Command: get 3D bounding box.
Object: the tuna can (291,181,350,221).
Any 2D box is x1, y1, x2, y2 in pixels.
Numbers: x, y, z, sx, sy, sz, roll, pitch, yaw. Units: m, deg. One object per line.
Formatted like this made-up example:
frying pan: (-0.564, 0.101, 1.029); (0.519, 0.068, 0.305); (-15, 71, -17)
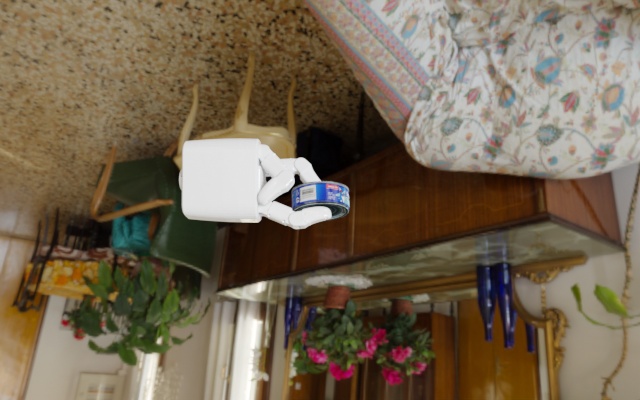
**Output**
tuna can: (0.000, 0.003, 0.704); (0.086, 0.033, 0.086); (-2, -20, -1)
